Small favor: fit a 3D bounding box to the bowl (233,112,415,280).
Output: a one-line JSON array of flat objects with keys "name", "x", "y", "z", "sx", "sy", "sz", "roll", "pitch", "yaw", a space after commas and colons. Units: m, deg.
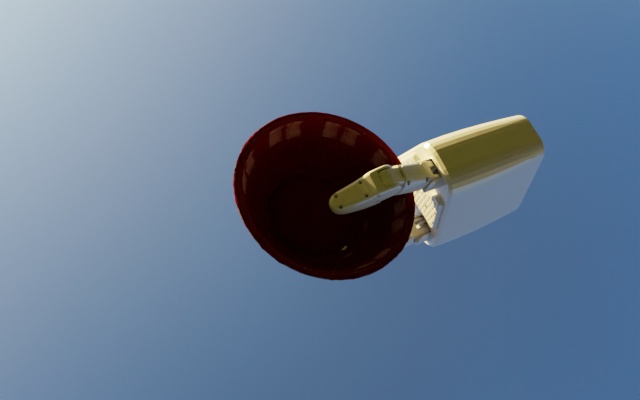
[{"name": "bowl", "x": -0.001, "y": 0.002, "z": 0.429, "sx": 0.162, "sy": 0.162, "sz": 0.055, "roll": 0, "pitch": -26, "yaw": -18}]
